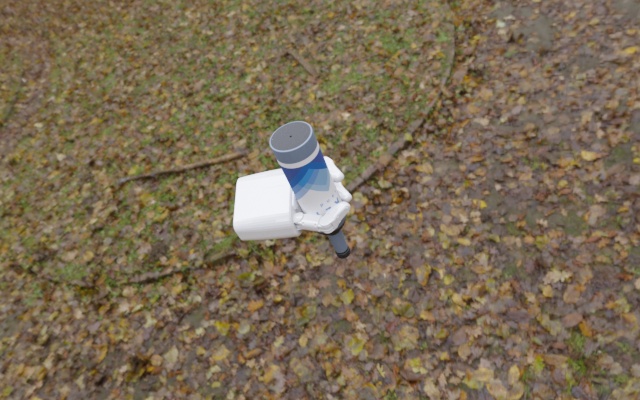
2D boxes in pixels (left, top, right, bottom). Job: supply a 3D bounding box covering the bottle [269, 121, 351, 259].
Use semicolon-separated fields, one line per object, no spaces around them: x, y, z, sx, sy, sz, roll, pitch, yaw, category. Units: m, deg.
0.000;0.002;0.794;0.069;0.069;0.296;0;-41;23;bottle
